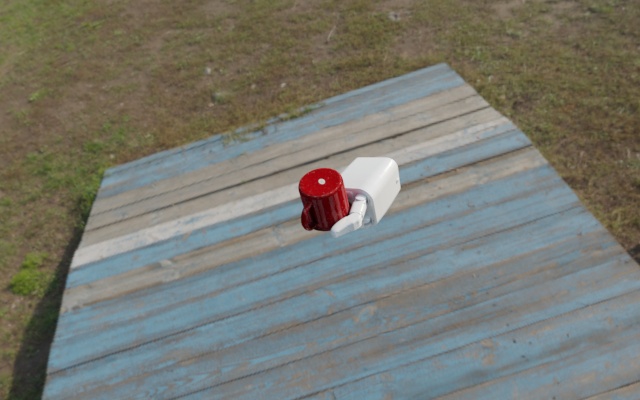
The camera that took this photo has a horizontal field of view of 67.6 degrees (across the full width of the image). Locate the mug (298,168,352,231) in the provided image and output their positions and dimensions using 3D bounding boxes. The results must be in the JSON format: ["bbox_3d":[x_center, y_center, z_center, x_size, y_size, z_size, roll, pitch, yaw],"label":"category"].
[{"bbox_3d":[-0.001,0.004,0.859,0.093,0.082,0.117,19,52,31],"label":"mug"}]
